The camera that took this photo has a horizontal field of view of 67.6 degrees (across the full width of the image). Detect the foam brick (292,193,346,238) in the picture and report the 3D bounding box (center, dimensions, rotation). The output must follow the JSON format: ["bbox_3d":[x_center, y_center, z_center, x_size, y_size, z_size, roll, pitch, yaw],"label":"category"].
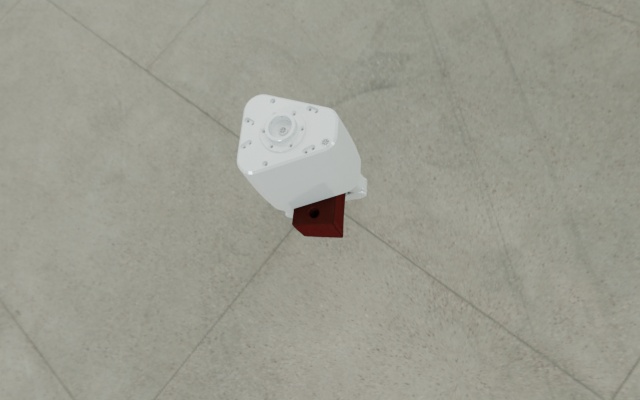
[{"bbox_3d":[0.000,0.002,0.586,0.053,0.078,0.051,-1,-20,16],"label":"foam brick"}]
